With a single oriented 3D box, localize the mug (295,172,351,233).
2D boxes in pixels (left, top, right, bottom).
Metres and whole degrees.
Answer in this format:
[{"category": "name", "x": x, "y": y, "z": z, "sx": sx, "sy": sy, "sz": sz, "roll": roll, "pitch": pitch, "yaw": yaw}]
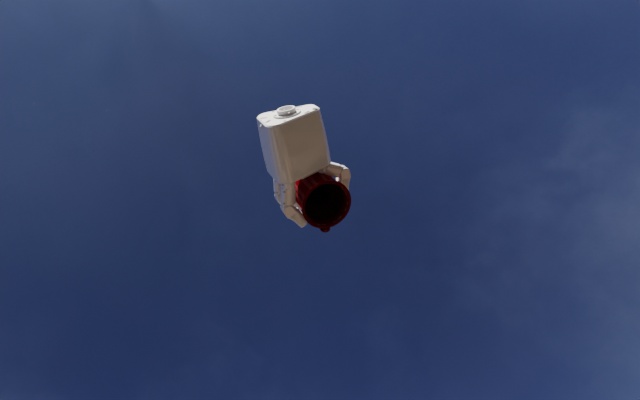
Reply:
[{"category": "mug", "x": 0.000, "y": 0.004, "z": 0.883, "sx": 0.093, "sy": 0.117, "sz": 0.081, "roll": -16, "pitch": 28, "yaw": -13}]
